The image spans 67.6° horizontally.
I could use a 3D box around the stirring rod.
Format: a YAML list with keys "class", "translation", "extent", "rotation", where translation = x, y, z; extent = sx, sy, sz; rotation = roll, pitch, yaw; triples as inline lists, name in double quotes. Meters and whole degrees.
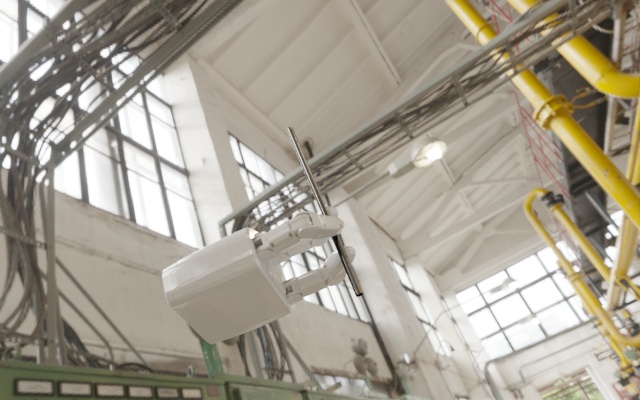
- class: "stirring rod"
  translation: [0.000, 0.002, 0.545]
  extent: [0.011, 0.239, 0.011]
  rotation: [-16, -33, -11]
